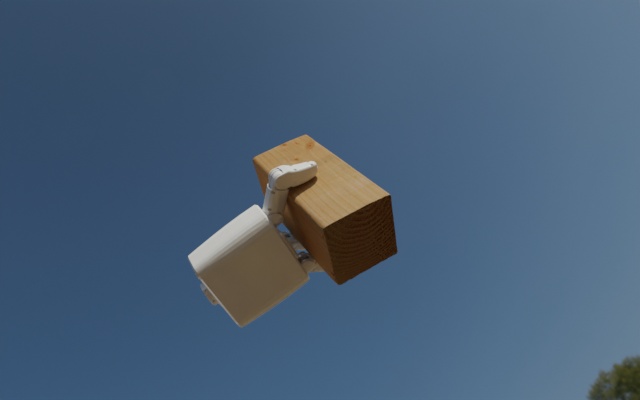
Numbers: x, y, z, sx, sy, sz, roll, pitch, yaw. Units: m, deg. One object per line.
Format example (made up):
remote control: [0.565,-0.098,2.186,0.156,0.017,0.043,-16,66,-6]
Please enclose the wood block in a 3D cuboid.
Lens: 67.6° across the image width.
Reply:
wood block: [0.000,0.002,0.617,0.090,0.091,0.206,-26,37,-17]
